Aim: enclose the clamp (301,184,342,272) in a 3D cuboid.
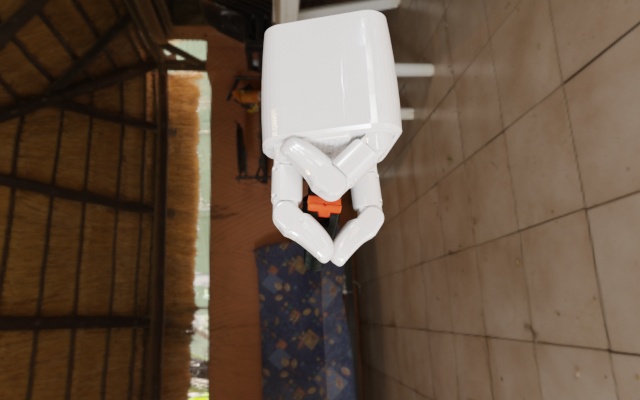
[{"bbox_3d":[-0.001,0.002,0.467,0.039,0.120,0.171,-2,-14,-6],"label":"clamp"}]
